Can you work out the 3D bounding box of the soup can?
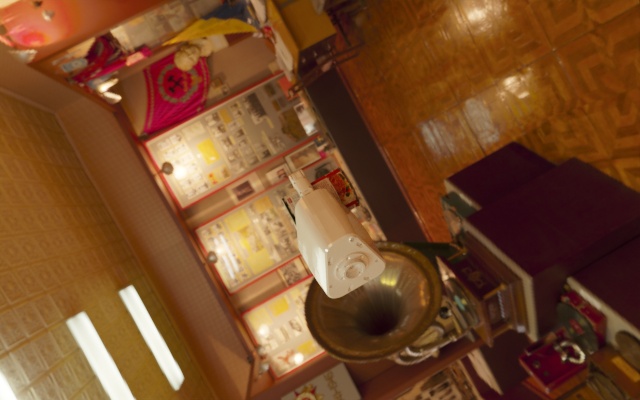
[{"bbox_3d":[0.000,0.002,0.734,0.102,0.068,0.068,-29,3,-5],"label":"soup can"}]
